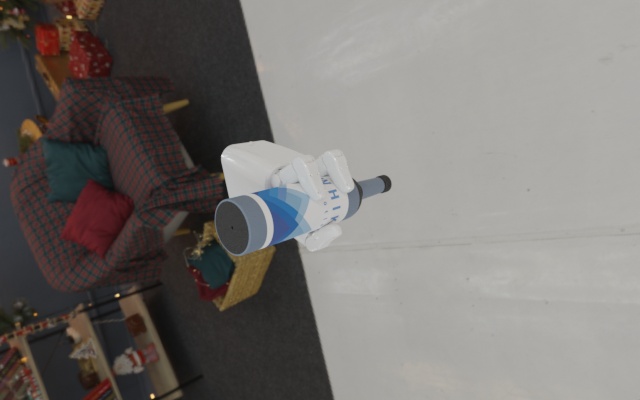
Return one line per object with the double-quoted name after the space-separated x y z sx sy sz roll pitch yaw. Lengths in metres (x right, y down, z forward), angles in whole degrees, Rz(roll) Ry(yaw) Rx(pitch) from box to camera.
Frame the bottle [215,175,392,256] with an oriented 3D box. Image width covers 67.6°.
0.000 0.002 0.641 0.069 0.069 0.295 0 11 44 "bottle"
